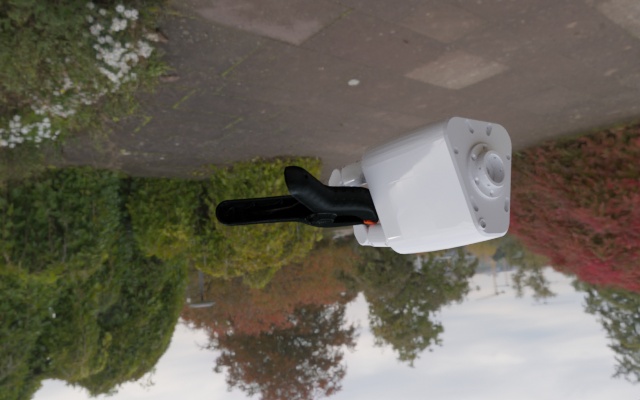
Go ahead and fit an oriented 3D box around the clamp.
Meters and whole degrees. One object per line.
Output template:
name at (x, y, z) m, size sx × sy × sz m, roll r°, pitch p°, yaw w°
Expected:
clamp at (0.000, 0.002, 0.456) m, size 0.171 × 0.039 × 0.120 m, roll 1°, pitch -12°, yaw -34°
